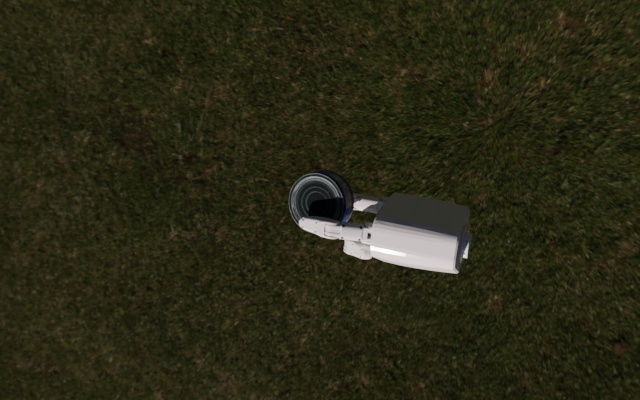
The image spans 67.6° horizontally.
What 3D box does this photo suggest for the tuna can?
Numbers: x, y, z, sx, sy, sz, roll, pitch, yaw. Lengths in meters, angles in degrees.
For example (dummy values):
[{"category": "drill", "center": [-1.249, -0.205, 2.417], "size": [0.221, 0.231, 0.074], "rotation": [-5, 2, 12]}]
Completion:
[{"category": "tuna can", "center": [0.000, 0.002, 0.651], "size": [0.086, 0.086, 0.034], "rotation": [0, 8, 26]}]
